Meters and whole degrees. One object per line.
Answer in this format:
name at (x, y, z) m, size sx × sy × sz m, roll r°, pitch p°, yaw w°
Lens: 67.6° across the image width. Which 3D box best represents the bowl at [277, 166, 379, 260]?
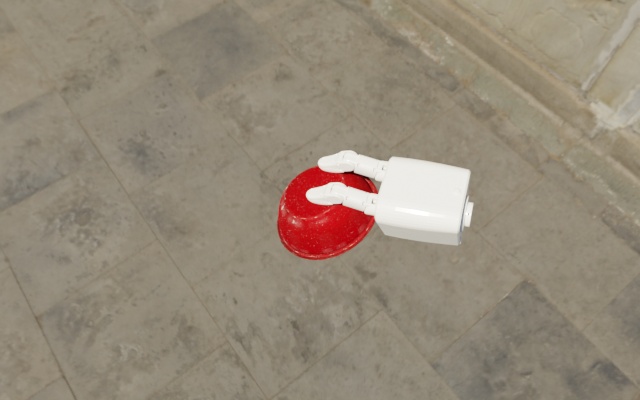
bowl at (-0.001, 0.002, 0.687) m, size 0.162 × 0.162 × 0.055 m, roll 0°, pitch -34°, yaw 27°
